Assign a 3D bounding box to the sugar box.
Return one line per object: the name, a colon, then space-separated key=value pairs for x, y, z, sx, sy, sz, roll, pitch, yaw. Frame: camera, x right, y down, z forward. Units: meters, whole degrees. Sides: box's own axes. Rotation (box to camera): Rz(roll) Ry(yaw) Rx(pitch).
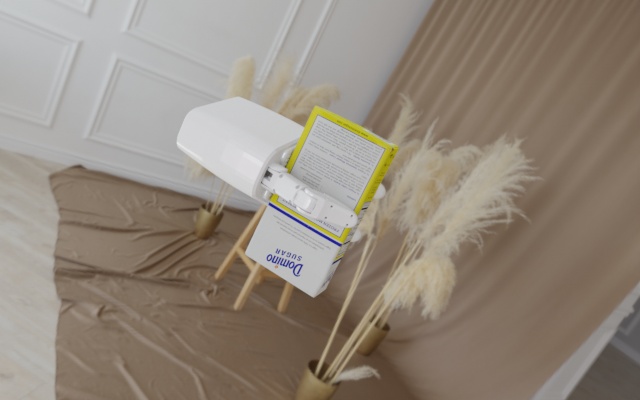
sugar box: x=0.000 y=0.001 z=0.503 sx=0.093 sy=0.176 sz=0.048 roll=30 pitch=14 yaw=15
